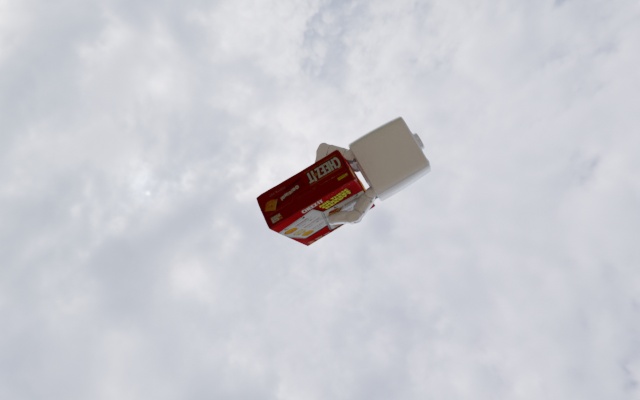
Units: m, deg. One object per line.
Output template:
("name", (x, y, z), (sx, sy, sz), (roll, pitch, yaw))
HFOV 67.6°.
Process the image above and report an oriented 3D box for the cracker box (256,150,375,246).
("cracker box", (0.000, 0.003, 0.873), (0.164, 0.072, 0.214), (-31, -19, 7))
